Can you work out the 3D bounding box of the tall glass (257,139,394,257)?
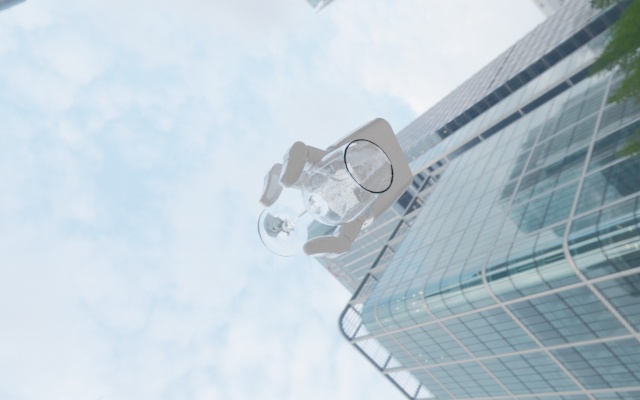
[{"bbox_3d":[0.000,0.002,0.561,0.079,0.079,0.201,0,-22,-33],"label":"tall glass"}]
